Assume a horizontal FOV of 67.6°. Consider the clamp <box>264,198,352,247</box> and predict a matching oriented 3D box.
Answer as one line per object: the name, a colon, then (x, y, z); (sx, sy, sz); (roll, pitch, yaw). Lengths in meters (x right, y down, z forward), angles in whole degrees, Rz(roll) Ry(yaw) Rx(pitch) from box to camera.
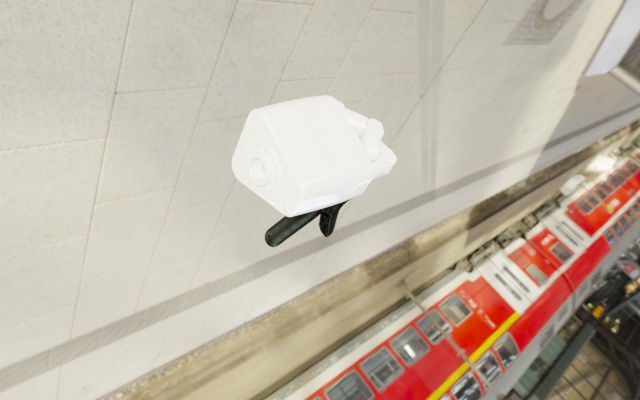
clamp: (0.001, 0.002, 0.609); (0.120, 0.039, 0.172); (-19, -30, -43)
